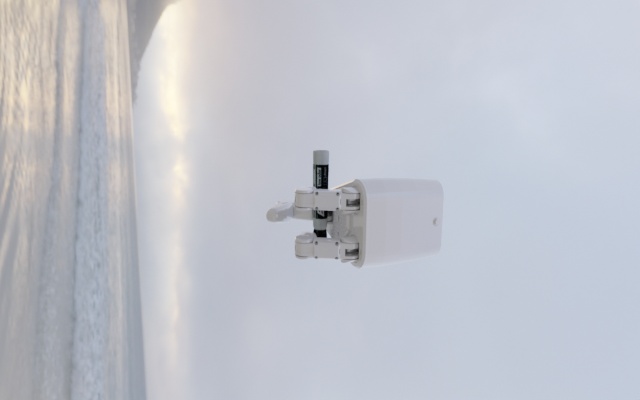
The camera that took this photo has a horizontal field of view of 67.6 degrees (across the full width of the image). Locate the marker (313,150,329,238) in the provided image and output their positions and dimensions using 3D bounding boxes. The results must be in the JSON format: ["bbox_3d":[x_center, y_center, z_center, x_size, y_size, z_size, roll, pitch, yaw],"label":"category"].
[{"bbox_3d":[0.000,0.002,0.561,0.020,0.121,0.020,1,11,0],"label":"marker"}]
